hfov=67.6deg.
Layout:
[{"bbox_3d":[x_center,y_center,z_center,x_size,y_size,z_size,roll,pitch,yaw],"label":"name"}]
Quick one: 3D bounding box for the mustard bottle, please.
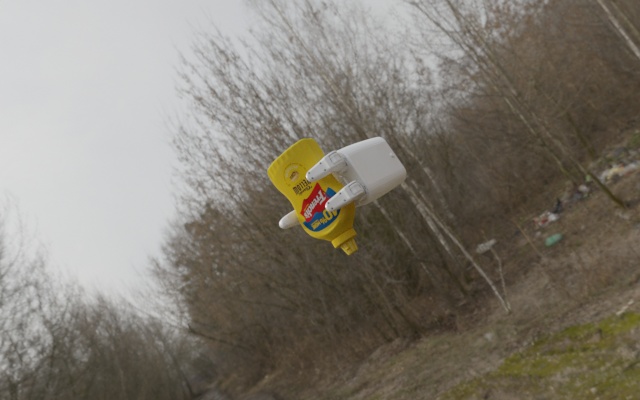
[{"bbox_3d":[0.000,0.002,0.762,0.096,0.191,0.058,-38,-10,25],"label":"mustard bottle"}]
